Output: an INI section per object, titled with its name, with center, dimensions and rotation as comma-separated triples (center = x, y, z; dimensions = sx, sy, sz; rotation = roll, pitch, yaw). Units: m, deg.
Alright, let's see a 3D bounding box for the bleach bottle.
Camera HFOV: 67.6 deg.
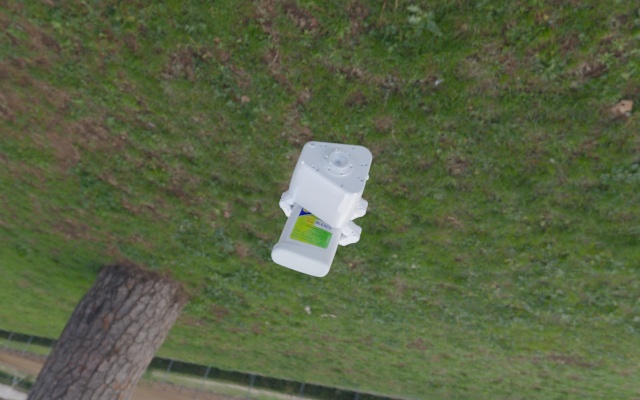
[bleach bottle]
center = 0.000, 0.003, 0.846
dimensions = 0.102, 0.250, 0.068
rotation = 19, -31, -2
